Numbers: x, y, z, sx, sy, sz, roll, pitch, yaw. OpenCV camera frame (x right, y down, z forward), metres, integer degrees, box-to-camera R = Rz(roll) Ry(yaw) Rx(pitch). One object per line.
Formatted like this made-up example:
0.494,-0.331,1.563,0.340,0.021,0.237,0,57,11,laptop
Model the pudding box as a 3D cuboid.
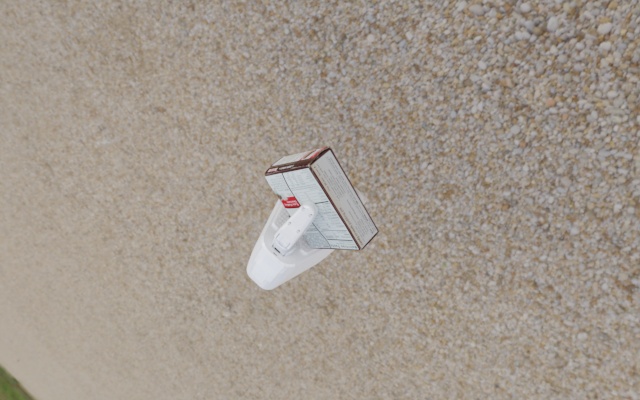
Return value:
0.000,0.002,0.521,0.090,0.113,0.039,-6,33,52,pudding box
